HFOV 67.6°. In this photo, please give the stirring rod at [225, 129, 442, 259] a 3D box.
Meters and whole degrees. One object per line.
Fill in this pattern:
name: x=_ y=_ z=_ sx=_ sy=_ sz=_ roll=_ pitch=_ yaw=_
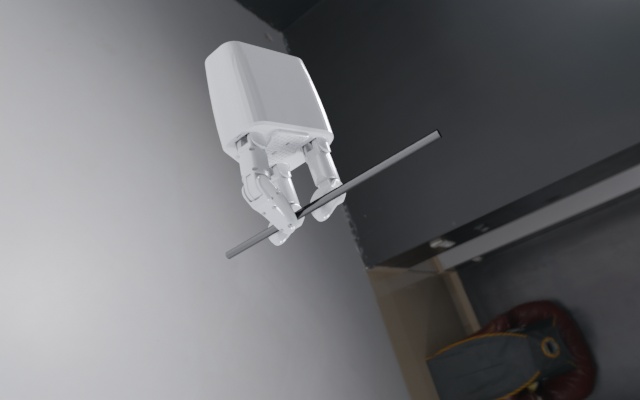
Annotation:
stirring rod: x=0.000 y=0.001 z=0.428 sx=0.239 sy=0.011 sz=0.011 roll=-30 pitch=-15 yaw=27
